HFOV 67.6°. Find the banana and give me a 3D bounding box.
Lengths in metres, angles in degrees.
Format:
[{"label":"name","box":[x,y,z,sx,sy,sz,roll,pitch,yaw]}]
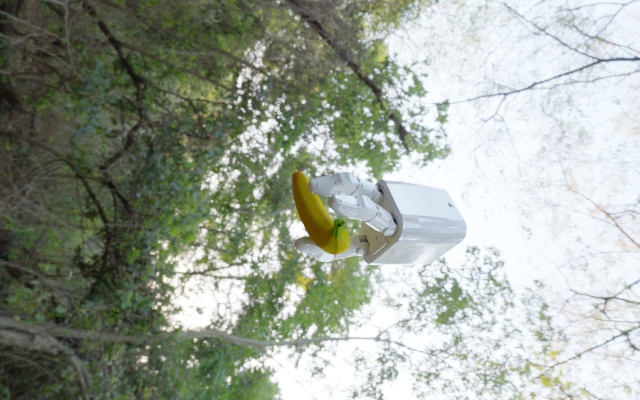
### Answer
[{"label":"banana","box":[0.000,0.021,0.621,0.037,0.070,0.197,-4,21,-19]}]
